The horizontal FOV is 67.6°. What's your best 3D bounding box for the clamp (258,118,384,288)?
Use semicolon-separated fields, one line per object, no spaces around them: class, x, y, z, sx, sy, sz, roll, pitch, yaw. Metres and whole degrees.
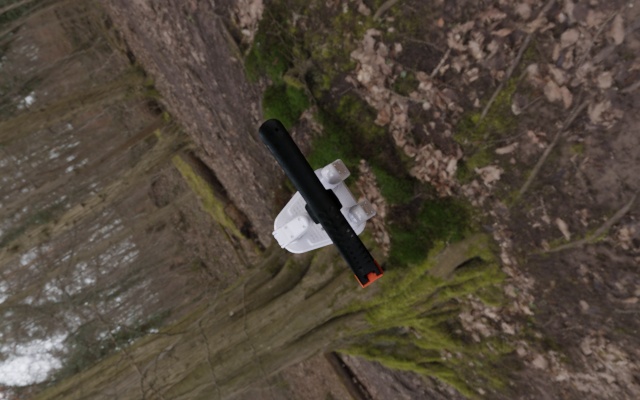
clamp;0.000;0.003;0.515;0.036;0.210;0.164;-34;-3;2
